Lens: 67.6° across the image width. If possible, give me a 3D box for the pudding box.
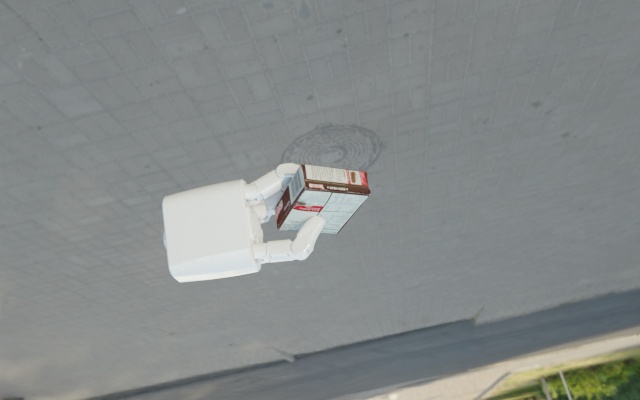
[{"bbox_3d":[0.000,0.002,0.614,0.090,0.039,0.113,4,-30,-22],"label":"pudding box"}]
